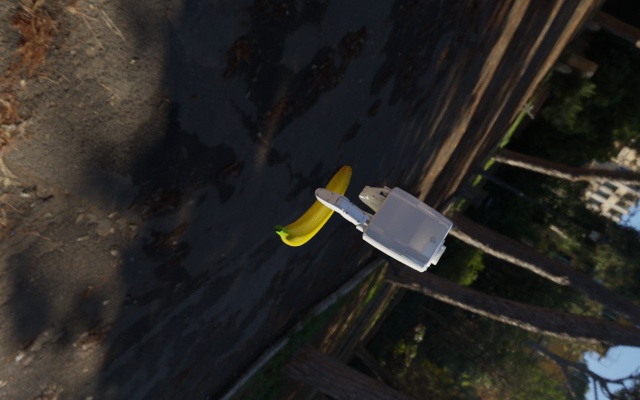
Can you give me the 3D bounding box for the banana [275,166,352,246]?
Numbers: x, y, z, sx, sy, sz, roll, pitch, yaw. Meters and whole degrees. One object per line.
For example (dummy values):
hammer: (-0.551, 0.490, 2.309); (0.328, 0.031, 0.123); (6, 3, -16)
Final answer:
banana: (-0.005, 0.017, 0.789); (0.037, 0.070, 0.197); (32, 50, 16)
